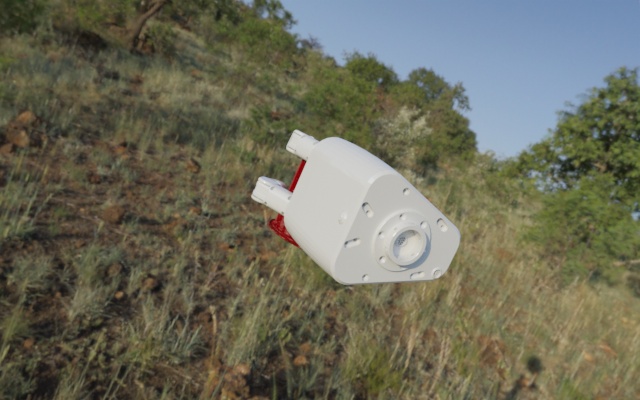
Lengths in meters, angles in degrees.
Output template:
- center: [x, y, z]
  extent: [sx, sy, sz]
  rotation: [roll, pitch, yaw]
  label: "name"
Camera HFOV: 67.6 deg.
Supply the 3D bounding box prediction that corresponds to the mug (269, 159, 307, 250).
- center: [0.000, 0.001, 0.507]
  extent: [0.093, 0.081, 0.117]
  rotation: [20, 10, -27]
  label: "mug"
